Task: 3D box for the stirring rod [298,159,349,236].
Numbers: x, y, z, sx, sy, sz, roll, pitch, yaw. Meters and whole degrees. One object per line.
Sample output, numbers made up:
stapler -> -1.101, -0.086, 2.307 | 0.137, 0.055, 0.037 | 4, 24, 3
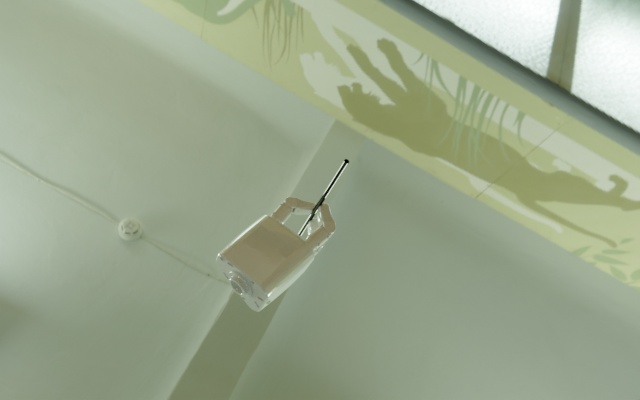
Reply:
stirring rod -> 0.000, 0.003, 0.791 | 0.011, 0.011, 0.240 | 0, -30, -21
